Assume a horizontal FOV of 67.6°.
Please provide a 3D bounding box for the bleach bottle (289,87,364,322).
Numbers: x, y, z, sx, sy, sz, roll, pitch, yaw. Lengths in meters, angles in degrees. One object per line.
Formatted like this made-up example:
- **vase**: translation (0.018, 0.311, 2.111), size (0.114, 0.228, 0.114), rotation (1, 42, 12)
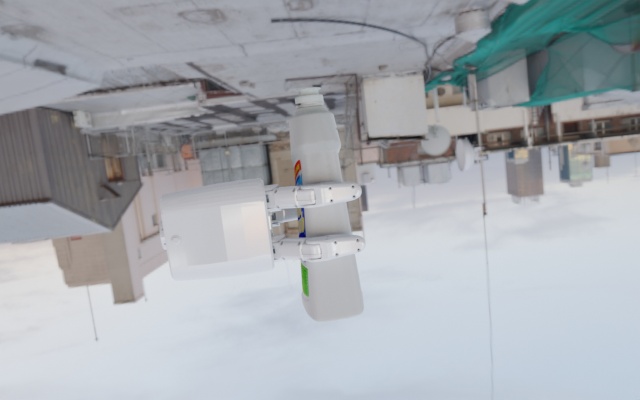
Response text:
- **bleach bottle**: translation (0.000, 0.002, 0.542), size (0.068, 0.251, 0.102), rotation (-8, 6, -8)
